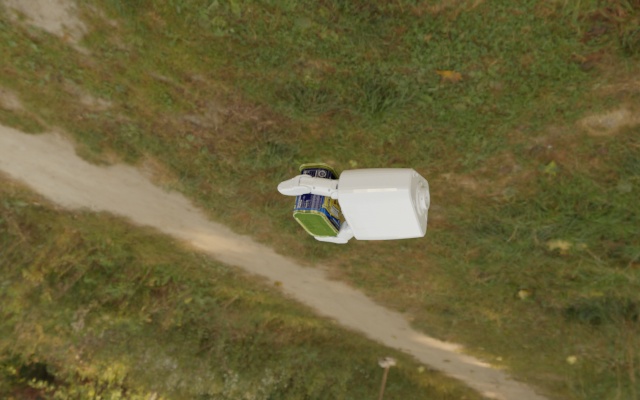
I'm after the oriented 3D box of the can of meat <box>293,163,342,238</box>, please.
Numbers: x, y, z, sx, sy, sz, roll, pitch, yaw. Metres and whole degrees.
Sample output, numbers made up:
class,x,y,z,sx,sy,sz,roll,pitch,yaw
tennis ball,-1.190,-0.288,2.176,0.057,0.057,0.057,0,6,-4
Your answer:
class,x,y,z,sx,sy,sz,roll,pitch,yaw
can of meat,0.000,0.003,0.754,0.057,0.084,0.102,-1,-27,23
